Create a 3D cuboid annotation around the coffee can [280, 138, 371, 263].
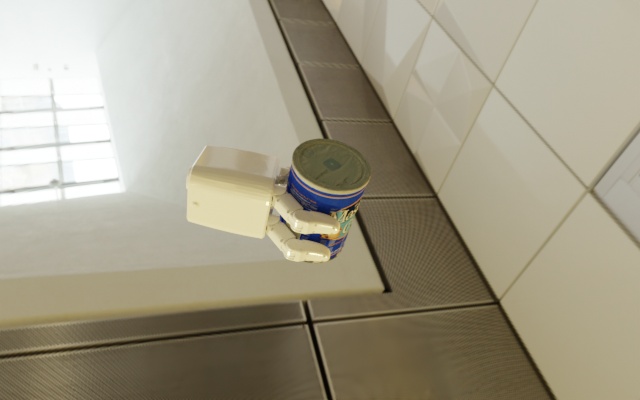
[{"bbox_3d":[0.000,0.002,0.651,0.103,0.140,0.102,9,43,-8],"label":"coffee can"}]
